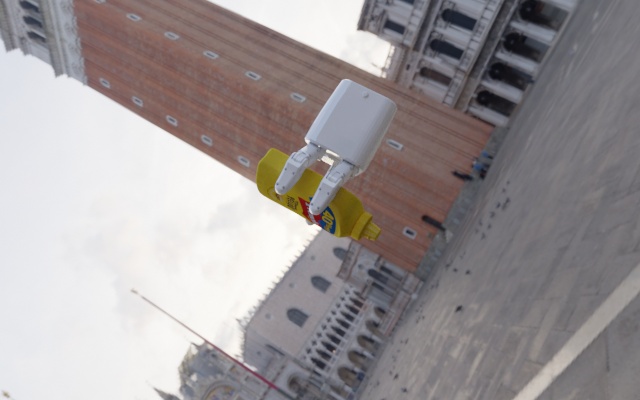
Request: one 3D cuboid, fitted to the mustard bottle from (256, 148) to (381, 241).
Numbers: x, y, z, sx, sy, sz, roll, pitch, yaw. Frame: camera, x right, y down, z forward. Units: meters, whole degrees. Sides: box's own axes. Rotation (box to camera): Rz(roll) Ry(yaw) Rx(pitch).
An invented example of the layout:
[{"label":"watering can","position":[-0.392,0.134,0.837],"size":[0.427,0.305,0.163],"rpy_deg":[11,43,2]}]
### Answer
[{"label":"mustard bottle","position":[0.000,0.002,0.685],"size":[0.191,0.058,0.096],"rpy_deg":[29,-29,14]}]
